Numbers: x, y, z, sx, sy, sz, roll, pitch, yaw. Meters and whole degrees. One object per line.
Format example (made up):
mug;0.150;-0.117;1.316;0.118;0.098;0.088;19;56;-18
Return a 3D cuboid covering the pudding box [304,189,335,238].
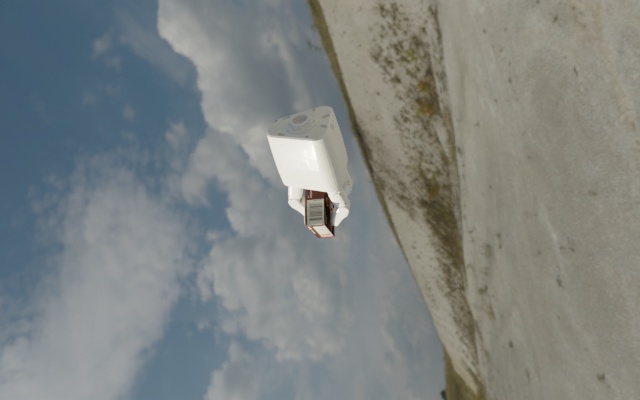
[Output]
pudding box;0.000;0.003;0.859;0.039;0.113;0.090;-3;-18;14
